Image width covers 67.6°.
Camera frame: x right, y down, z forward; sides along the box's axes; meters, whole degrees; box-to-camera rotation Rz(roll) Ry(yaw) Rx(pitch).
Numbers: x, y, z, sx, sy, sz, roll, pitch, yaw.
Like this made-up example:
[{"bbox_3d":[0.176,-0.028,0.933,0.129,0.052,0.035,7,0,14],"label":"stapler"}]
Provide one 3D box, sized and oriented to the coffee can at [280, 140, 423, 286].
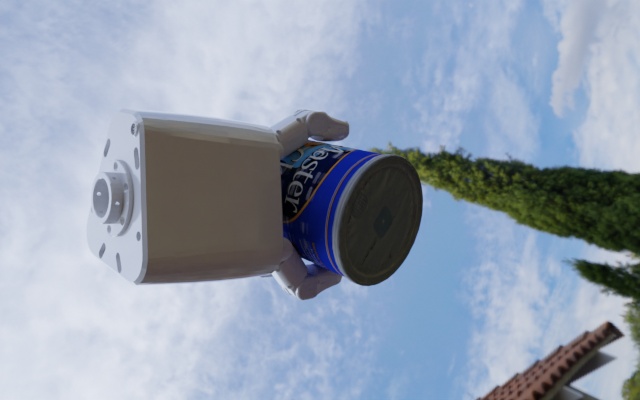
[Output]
[{"bbox_3d":[0.000,0.001,0.409,0.140,0.103,0.103,17,12,43],"label":"coffee can"}]
